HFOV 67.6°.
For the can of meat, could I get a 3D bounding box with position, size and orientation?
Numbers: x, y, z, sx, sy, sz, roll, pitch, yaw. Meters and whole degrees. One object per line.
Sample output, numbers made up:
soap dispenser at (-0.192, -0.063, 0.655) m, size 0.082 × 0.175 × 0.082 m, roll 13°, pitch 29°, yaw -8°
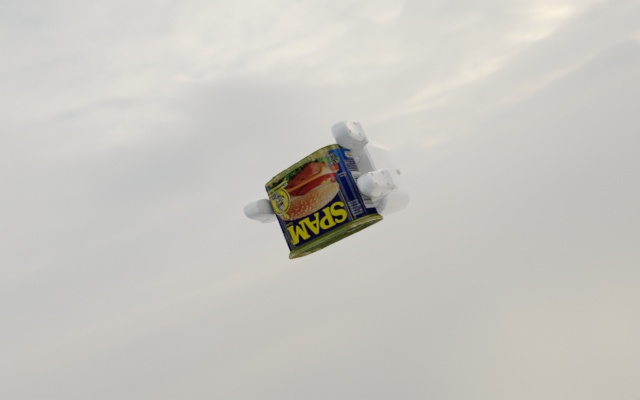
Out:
can of meat at (0.000, 0.001, 0.486) m, size 0.102 × 0.084 × 0.057 m, roll -28°, pitch -12°, yaw 28°
